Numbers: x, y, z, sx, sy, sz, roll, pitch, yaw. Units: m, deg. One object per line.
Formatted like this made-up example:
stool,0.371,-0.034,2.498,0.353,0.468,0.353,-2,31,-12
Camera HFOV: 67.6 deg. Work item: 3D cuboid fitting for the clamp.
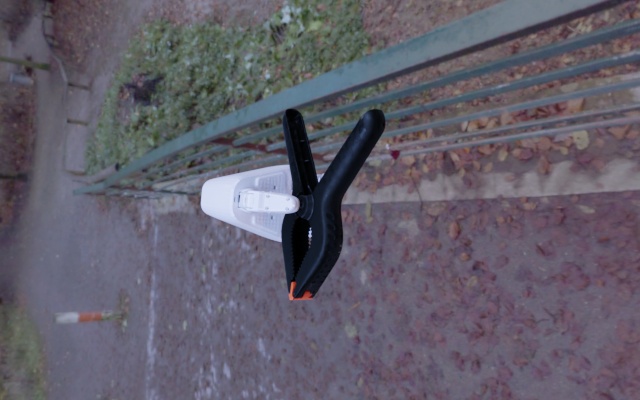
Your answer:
clamp,-0.001,0.002,0.490,0.036,0.210,0.164,5,-1,-33
